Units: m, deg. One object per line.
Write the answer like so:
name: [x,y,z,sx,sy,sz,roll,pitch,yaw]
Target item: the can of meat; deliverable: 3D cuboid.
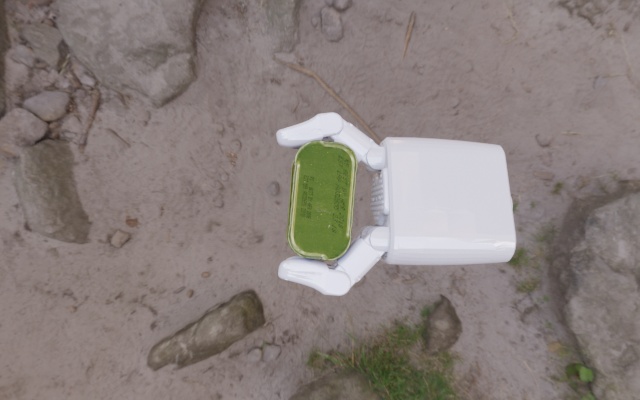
can of meat: [0.000,0.001,0.422,0.057,0.102,0.084,5,-2,-3]
